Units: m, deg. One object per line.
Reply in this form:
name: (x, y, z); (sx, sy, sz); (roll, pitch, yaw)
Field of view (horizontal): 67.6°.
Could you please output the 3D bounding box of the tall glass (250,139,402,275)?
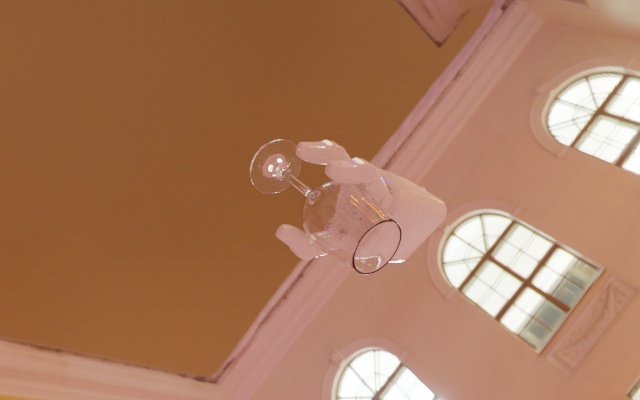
tall glass: (0.000, 0.001, 0.531); (0.079, 0.079, 0.201); (0, 26, -39)
